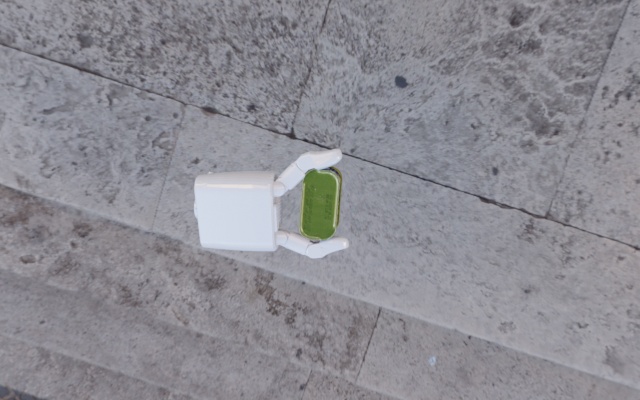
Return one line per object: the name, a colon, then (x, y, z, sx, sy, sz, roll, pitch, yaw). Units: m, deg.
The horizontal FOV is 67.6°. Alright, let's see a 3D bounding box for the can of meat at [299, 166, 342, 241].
can of meat: (0.000, 0.002, 0.678, 0.057, 0.102, 0.084, 4, 6, 3)
